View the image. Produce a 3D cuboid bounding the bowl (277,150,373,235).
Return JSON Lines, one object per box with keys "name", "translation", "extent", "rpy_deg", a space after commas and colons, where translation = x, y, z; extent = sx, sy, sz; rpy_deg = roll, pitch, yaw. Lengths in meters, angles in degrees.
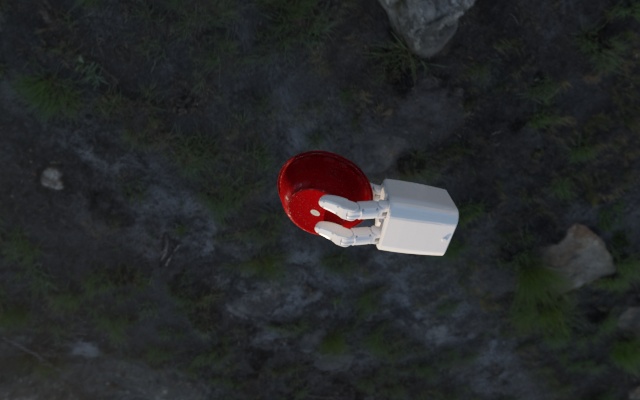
{"name": "bowl", "translation": [-0.001, 0.003, 0.762], "extent": [0.162, 0.162, 0.055], "rpy_deg": [0, 37, 19]}
